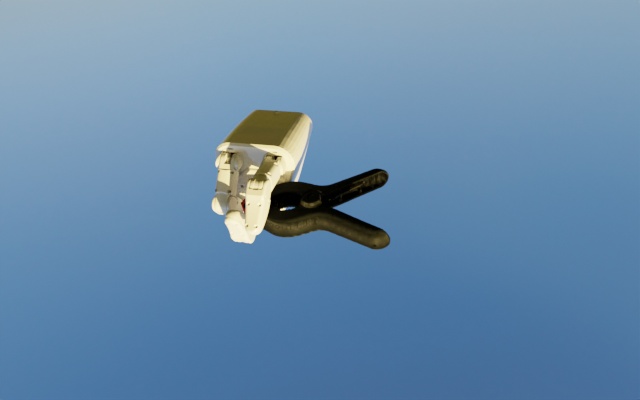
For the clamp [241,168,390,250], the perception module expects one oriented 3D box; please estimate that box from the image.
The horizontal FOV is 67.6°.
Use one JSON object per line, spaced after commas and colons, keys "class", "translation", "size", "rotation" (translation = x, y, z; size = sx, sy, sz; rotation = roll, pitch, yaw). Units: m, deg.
{"class": "clamp", "translation": [0.000, 0.002, 0.540], "size": [0.171, 0.039, 0.120], "rotation": [6, 36, 13]}
